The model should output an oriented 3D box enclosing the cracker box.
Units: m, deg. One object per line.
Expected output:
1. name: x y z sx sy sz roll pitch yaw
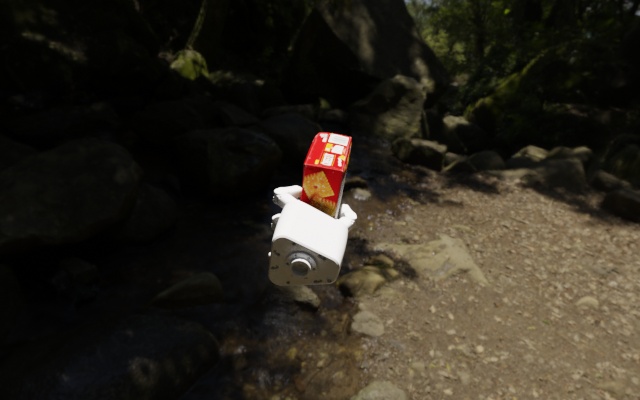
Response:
1. cracker box: 0.000 0.003 0.871 0.072 0.214 0.164 11 28 3
